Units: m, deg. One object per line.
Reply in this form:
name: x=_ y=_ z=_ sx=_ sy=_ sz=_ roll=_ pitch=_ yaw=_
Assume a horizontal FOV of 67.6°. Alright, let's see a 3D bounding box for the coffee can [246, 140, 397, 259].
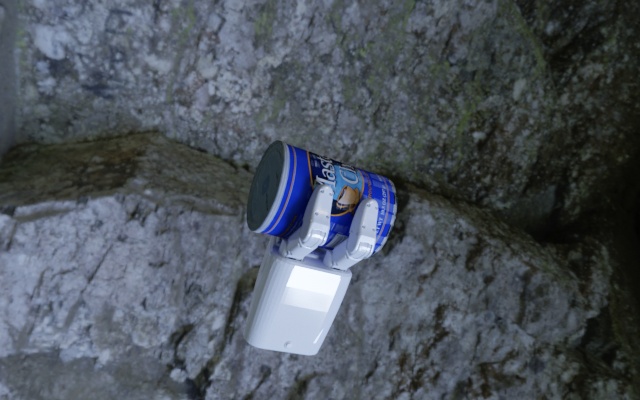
coffee can: x=0.000 y=0.002 z=0.543 sx=0.140 sy=0.103 sz=0.103 roll=17 pitch=-7 yaw=-23
